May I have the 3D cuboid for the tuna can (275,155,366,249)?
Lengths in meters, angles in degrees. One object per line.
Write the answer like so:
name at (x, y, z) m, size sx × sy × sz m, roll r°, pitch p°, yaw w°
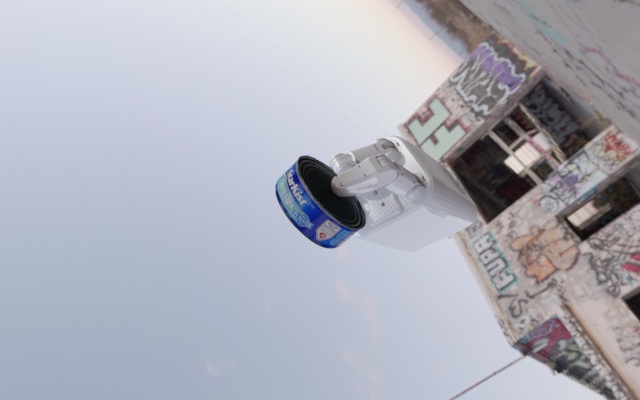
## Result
tuna can at (0.000, 0.002, 0.437) m, size 0.034 × 0.086 × 0.086 m, roll -42°, pitch -19°, yaw 22°
